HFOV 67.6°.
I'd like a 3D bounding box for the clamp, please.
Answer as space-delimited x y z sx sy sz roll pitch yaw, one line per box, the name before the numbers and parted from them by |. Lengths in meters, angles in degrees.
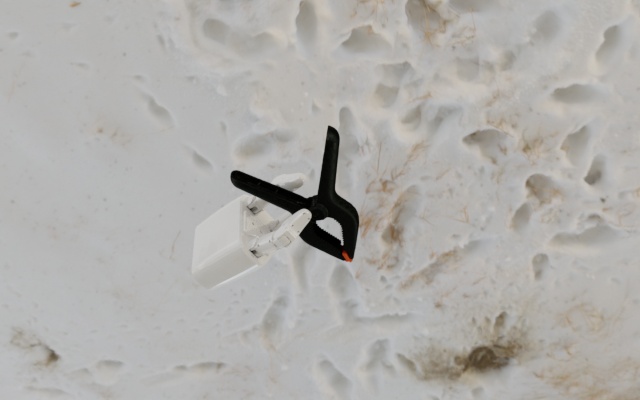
clamp | 0.000 0.003 0.661 0.164 0.210 0.036 -28 27 26
